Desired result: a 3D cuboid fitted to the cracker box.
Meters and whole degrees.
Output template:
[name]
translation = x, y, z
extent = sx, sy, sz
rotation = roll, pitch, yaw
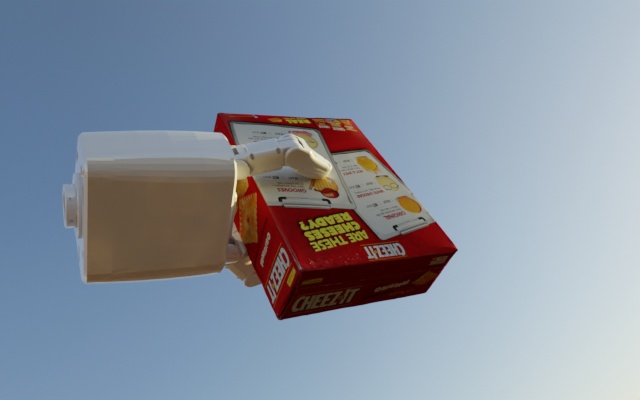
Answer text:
[cracker box]
translation = 0.000, 0.001, 0.465
extent = 0.164, 0.072, 0.213
rotation = -3, 43, -31
